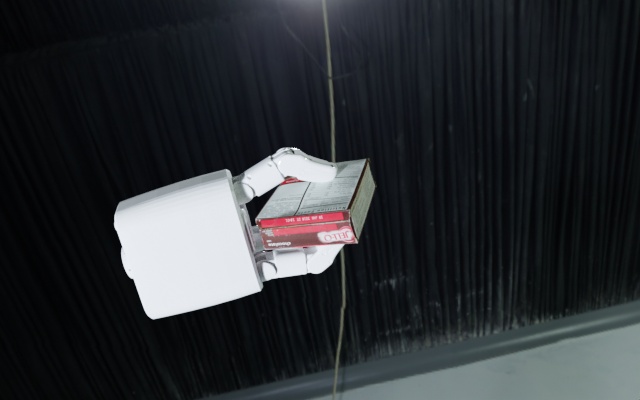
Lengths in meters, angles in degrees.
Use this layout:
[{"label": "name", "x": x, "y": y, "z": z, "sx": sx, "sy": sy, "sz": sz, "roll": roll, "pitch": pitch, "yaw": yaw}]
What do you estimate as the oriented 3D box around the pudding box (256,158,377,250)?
[{"label": "pudding box", "x": 0.000, "y": 0.001, "z": 0.460, "sx": 0.090, "sy": 0.039, "sz": 0.113, "roll": -5, "pitch": 29, "yaw": 19}]
